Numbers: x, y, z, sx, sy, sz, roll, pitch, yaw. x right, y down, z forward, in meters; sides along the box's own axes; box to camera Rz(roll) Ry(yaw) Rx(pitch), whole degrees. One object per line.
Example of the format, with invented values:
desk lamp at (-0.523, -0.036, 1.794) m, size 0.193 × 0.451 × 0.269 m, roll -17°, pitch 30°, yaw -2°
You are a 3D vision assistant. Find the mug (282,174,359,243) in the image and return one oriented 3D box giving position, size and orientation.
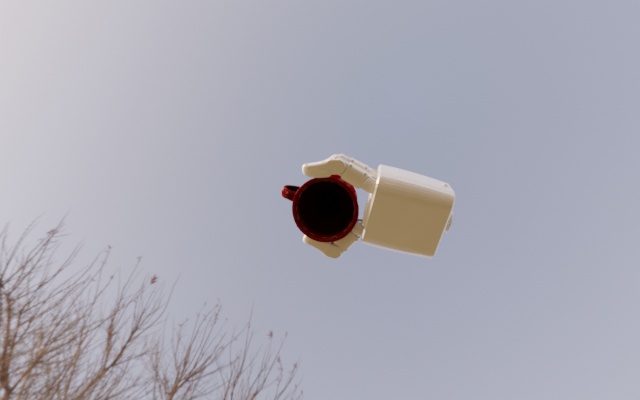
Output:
mug at (-0.001, 0.002, 0.696) m, size 0.117 × 0.093 × 0.081 m, roll 16°, pitch 13°, yaw 4°
